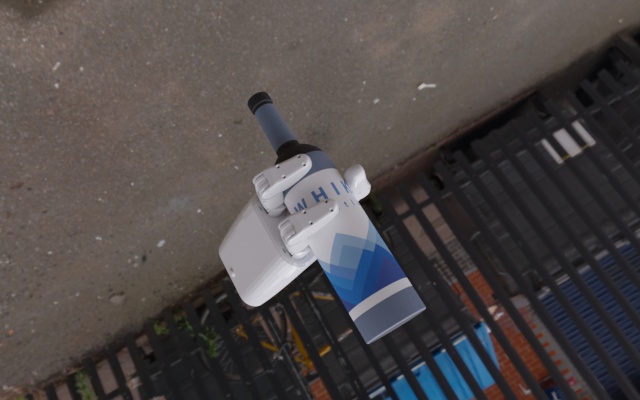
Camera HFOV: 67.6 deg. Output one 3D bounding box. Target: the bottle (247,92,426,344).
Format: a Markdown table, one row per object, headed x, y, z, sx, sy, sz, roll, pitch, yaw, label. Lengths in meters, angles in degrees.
| x | y | z | sx | sy | sz | roll | pitch | yaw | label |
| --- | --- | --- | --- | --- | --- | --- | --- | --- | --- |
| 0.000 | 0.002 | 0.503 | 0.069 | 0.295 | 0.069 | -28 | -20 | -11 | bottle |
